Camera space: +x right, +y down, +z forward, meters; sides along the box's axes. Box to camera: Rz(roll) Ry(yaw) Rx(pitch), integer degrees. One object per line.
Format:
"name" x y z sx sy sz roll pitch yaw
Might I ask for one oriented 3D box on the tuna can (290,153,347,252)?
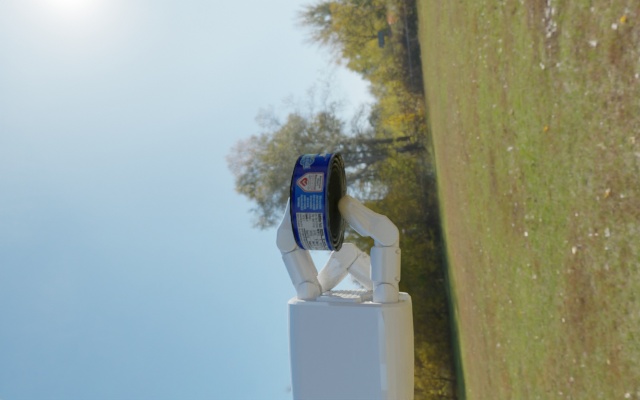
"tuna can" 0.000 0.001 0.417 0.034 0.086 0.086 0 0 13
